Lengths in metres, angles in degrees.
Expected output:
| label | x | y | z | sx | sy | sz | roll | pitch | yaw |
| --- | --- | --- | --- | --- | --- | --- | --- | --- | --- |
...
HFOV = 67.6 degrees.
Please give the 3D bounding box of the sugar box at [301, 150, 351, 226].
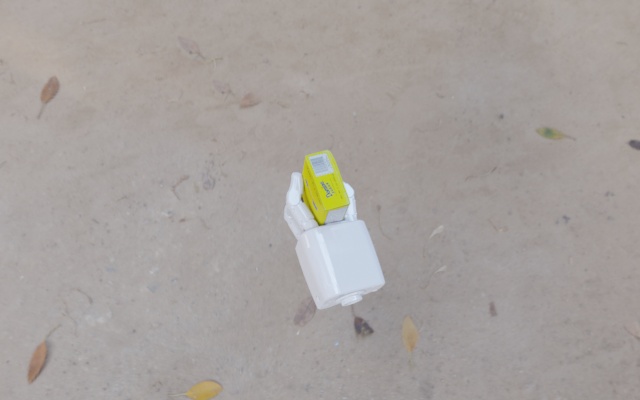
| label | x | y | z | sx | sy | sz | roll | pitch | yaw |
| --- | --- | --- | --- | --- | --- | --- | --- | --- | --- |
| sugar box | 0.000 | 0.003 | 0.759 | 0.048 | 0.093 | 0.176 | -14 | -21 | -15 |
